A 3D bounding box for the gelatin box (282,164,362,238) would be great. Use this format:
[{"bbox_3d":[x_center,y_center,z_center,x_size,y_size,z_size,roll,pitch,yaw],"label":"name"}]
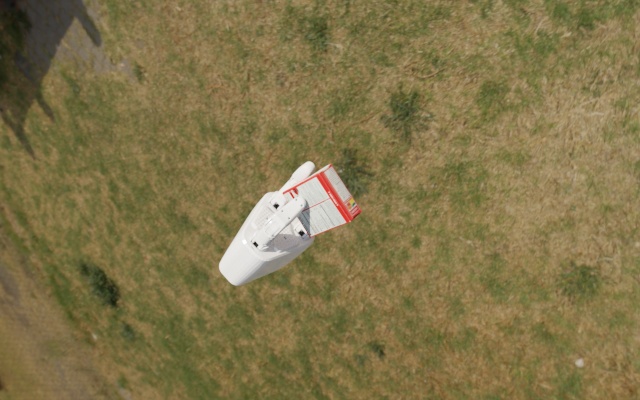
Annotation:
[{"bbox_3d":[0.000,0.002,0.619,0.030,0.073,0.089,-39,9,-40],"label":"gelatin box"}]
